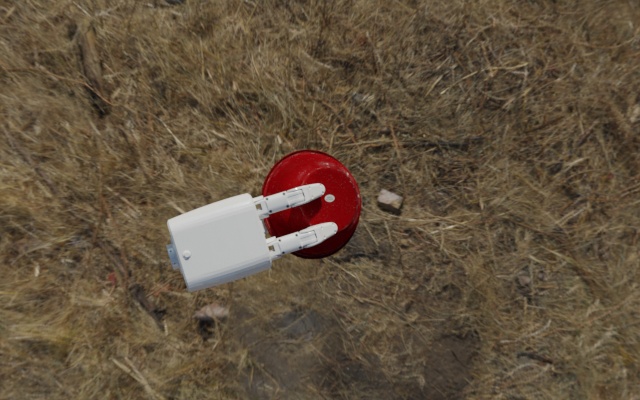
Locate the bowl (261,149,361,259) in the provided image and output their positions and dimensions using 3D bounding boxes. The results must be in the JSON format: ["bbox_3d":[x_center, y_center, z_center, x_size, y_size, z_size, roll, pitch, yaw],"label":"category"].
[{"bbox_3d":[0.001,0.001,0.676,0.162,0.162,0.055,0,-6,-27],"label":"bowl"}]
